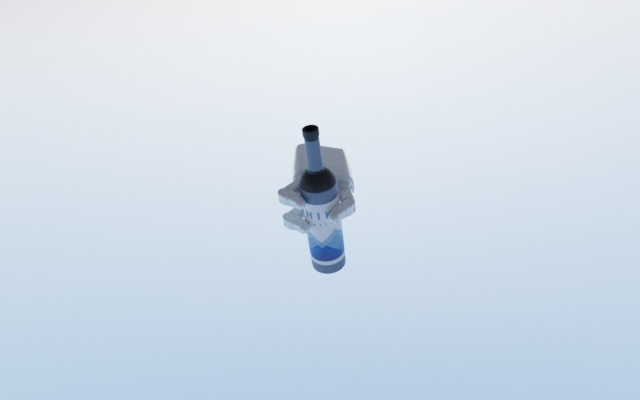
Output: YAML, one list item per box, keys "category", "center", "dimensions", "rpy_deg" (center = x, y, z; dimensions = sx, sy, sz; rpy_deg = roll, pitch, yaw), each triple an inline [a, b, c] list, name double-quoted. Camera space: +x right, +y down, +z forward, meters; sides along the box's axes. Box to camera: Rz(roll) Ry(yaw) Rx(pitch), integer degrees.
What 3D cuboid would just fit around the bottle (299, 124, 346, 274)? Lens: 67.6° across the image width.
- category: "bottle"
  center: [0.000, 0.003, 0.842]
  dimensions: [0.069, 0.296, 0.069]
  rpy_deg: [-5, 37, 4]
